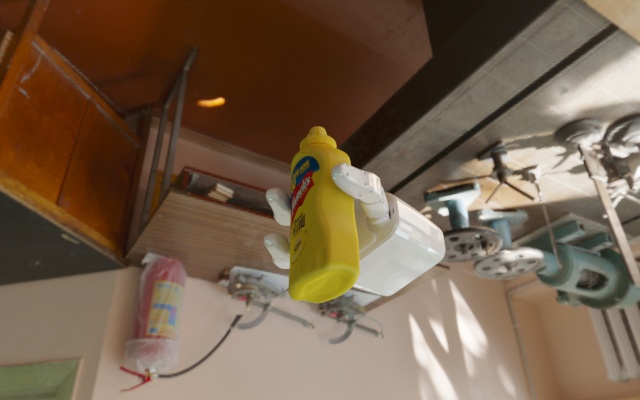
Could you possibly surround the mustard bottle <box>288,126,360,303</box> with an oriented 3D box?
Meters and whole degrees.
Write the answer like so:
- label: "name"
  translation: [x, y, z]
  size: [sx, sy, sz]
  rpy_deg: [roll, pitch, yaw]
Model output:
- label: "mustard bottle"
  translation: [0.000, 0.002, 0.499]
  size: [0.058, 0.191, 0.096]
  rpy_deg: [11, -33, -20]
